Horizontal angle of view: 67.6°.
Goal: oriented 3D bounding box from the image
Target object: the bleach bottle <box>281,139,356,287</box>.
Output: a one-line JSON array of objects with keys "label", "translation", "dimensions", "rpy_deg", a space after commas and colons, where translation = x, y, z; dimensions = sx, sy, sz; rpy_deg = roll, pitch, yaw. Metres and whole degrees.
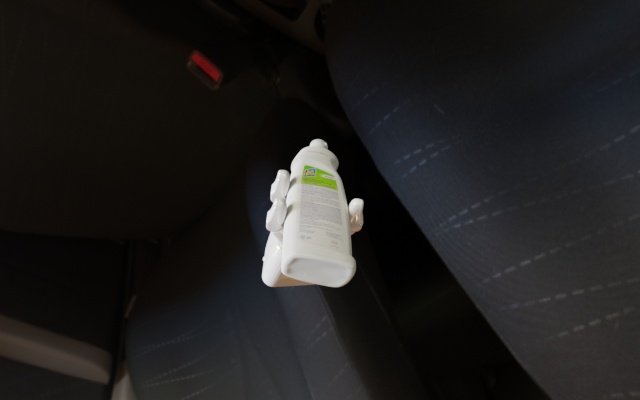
[{"label": "bleach bottle", "translation": [0.000, 0.002, 0.721], "dimensions": [0.102, 0.250, 0.068], "rpy_deg": [14, -43, -12]}]
